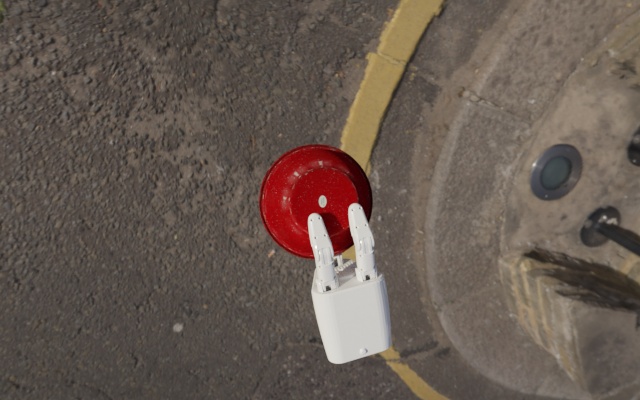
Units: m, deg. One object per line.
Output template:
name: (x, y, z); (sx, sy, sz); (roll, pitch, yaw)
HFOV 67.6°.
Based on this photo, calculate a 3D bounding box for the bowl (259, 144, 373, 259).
bowl: (0.000, 0.001, 0.641); (0.162, 0.162, 0.055); (0, 1, -11)
